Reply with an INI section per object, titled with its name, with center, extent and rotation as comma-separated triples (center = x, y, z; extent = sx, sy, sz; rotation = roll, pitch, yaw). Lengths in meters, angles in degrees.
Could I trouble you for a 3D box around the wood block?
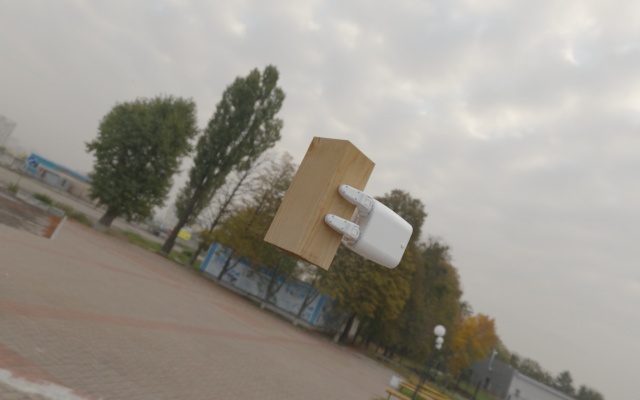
[wood block]
center = 0.000, 0.003, 0.830
extent = 0.091, 0.206, 0.090
rotation = 14, -15, 47
